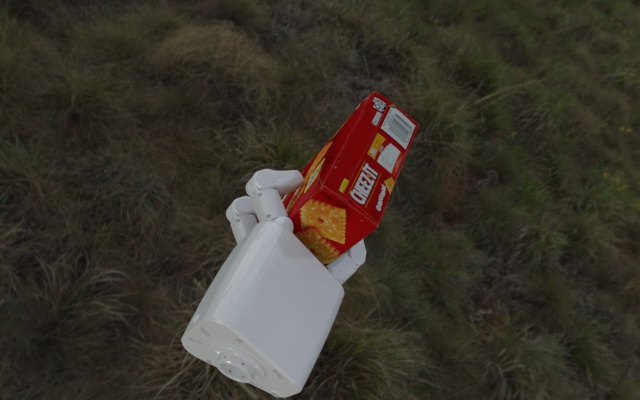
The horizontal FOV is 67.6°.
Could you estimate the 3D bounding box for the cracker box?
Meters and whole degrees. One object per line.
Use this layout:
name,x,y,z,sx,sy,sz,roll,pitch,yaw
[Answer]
cracker box,0.000,0.002,0.527,0.072,0.164,0.214,37,-42,-10
